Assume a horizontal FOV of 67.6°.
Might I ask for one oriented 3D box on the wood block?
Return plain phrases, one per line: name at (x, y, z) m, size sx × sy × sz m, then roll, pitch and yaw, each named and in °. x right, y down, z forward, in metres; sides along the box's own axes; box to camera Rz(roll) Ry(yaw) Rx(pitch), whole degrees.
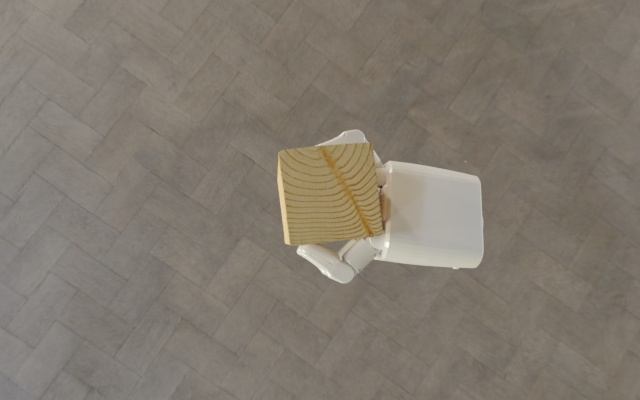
wood block at (0.000, 0.001, 0.539) m, size 0.090 × 0.091 × 0.206 m, roll -6°, pitch -5°, yaw -6°
